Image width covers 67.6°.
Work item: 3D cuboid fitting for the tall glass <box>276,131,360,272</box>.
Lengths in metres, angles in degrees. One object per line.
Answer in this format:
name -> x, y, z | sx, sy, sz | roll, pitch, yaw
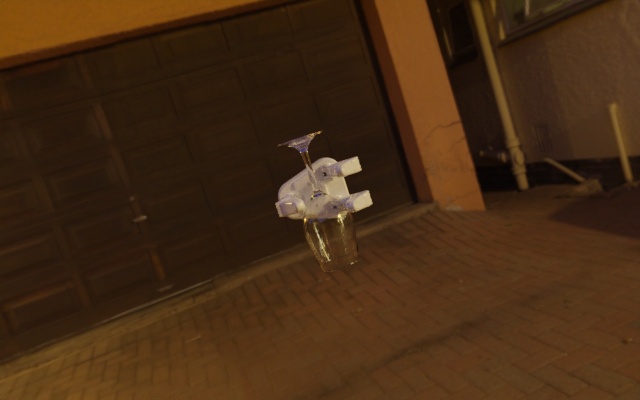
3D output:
tall glass -> 0.000, 0.002, 0.717 | 0.079, 0.201, 0.079 | -18, 7, 2
